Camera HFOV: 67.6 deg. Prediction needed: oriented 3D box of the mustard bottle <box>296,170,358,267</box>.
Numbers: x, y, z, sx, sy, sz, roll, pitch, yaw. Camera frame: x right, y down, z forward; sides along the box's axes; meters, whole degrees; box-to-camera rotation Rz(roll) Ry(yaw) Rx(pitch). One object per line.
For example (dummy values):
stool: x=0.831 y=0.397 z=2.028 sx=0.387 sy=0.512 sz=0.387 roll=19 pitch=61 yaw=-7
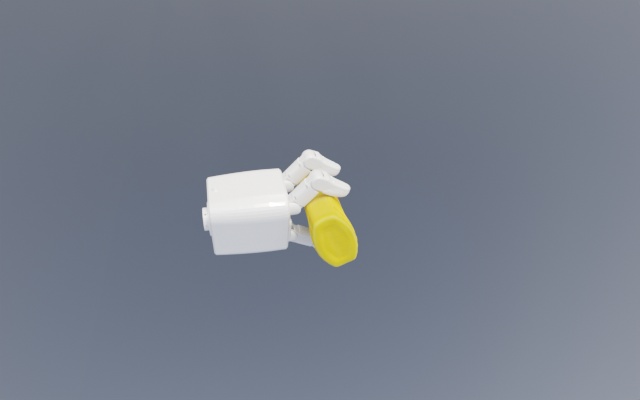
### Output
mustard bottle: x=0.000 y=0.002 z=0.707 sx=0.058 sy=0.096 sz=0.191 roll=-25 pitch=38 yaw=4
